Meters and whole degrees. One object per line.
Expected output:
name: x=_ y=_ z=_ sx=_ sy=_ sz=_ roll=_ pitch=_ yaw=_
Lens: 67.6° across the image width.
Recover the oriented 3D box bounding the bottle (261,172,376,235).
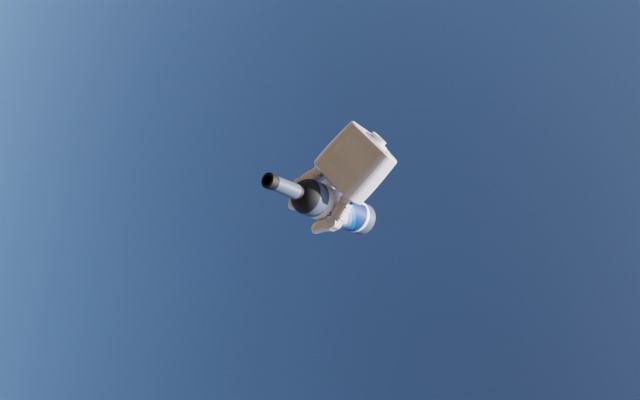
bottle: x=0.000 y=0.003 z=0.891 sx=0.069 sy=0.069 sz=0.296 roll=0 pitch=-14 yaw=38
